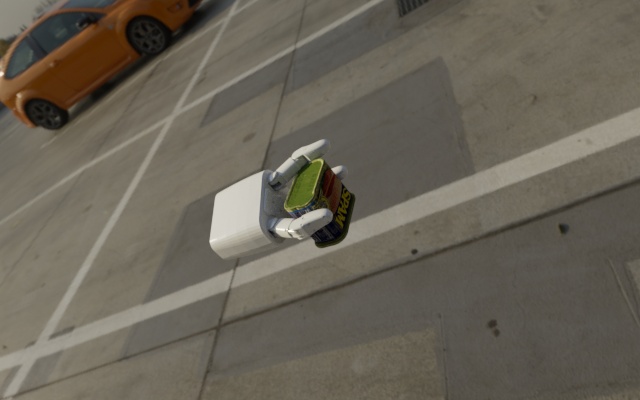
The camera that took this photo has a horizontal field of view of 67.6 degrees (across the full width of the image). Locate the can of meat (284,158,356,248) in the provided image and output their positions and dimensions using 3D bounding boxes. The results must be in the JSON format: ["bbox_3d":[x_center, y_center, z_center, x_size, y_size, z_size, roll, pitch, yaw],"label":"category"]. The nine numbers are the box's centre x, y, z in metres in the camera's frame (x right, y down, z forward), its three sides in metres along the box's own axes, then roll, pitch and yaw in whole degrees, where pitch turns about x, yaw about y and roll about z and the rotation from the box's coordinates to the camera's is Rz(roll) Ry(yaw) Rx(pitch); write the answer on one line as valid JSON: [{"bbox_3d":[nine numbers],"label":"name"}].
[{"bbox_3d":[0.000,0.002,0.686,0.057,0.102,0.084,-17,-52,32],"label":"can of meat"}]
